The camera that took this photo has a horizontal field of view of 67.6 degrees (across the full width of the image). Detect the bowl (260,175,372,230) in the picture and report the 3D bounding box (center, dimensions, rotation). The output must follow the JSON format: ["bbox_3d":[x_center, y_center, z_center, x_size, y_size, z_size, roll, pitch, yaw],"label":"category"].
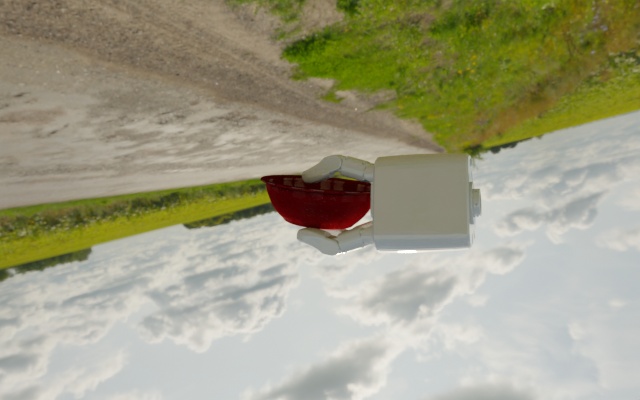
[{"bbox_3d":[-0.001,0.002,0.629,0.162,0.055,0.162,5,9,-1],"label":"bowl"}]
